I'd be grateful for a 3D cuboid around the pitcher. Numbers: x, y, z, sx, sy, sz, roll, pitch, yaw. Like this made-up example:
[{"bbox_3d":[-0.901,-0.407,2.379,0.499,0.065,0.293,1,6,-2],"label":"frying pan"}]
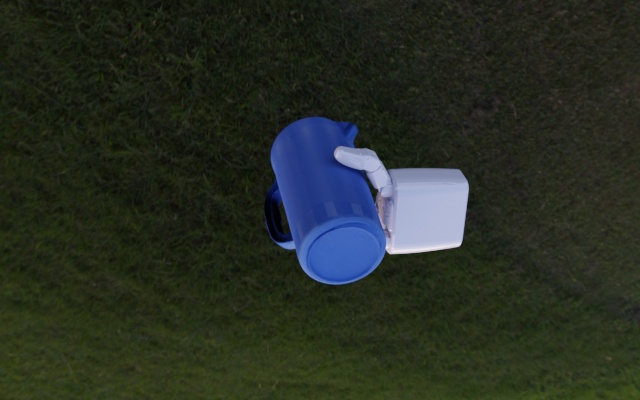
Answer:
[{"bbox_3d":[0.000,0.002,0.660,0.145,0.149,0.242,-2,36,-10],"label":"pitcher"}]
